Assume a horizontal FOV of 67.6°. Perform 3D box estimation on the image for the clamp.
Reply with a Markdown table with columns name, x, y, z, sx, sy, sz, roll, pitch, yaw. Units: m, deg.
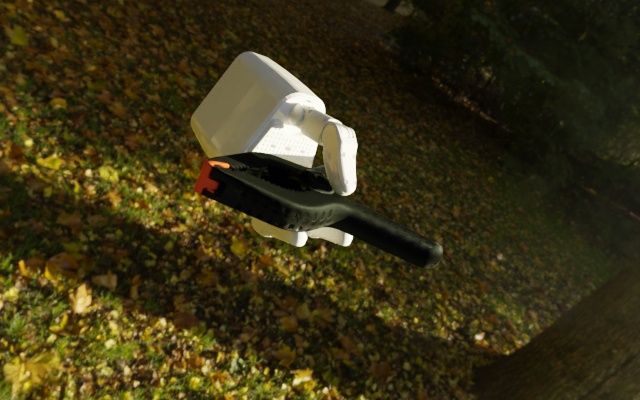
| name | x | y | z | sx | sy | sz | roll | pitch | yaw |
| --- | --- | --- | --- | --- | --- | --- | --- | --- | --- |
| clamp | 0.000 | 0.000 | 0.405 | 0.210 | 0.036 | 0.164 | 5 | 30 | -43 |
